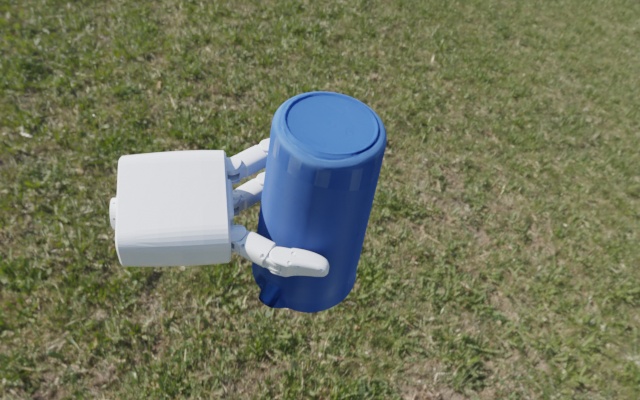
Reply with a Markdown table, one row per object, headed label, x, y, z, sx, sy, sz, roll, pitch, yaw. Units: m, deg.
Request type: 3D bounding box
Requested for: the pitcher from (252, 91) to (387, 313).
| label | x | y | z | sx | sy | sz | roll | pitch | yaw |
| --- | --- | --- | --- | --- | --- | --- | --- | --- | --- |
| pitcher | 0.000 | 0.002 | 0.529 | 0.145 | 0.149 | 0.243 | -1 | -41 | -11 |
